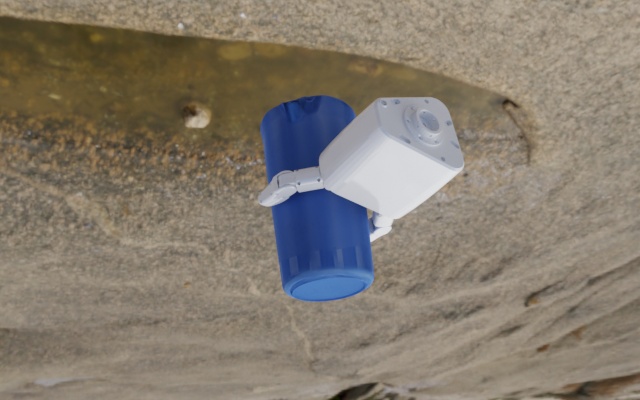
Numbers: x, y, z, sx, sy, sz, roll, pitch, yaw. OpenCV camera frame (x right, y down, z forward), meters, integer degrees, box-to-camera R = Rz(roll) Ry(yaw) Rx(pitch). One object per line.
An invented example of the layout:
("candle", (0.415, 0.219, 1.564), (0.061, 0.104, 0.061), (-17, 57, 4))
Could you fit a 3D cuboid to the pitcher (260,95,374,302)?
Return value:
("pitcher", (0.000, 0.002, 0.616), (0.149, 0.242, 0.145), (10, -32, -30))
